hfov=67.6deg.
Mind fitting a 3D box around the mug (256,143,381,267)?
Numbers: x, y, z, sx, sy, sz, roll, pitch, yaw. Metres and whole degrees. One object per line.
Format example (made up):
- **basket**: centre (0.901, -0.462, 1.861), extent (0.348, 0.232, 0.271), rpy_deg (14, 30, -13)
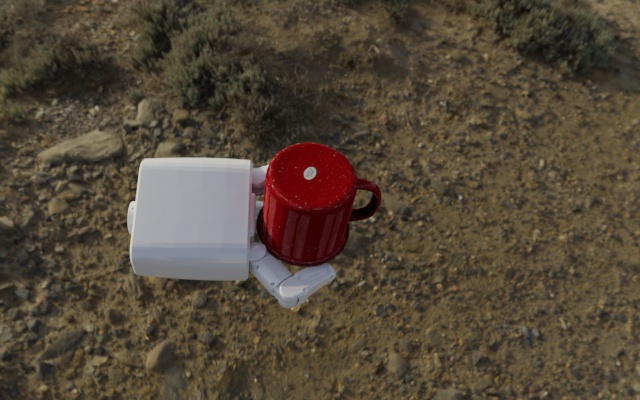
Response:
- **mug**: centre (0.002, 0.001, 0.445), extent (0.117, 0.093, 0.082), rpy_deg (0, -37, -10)
